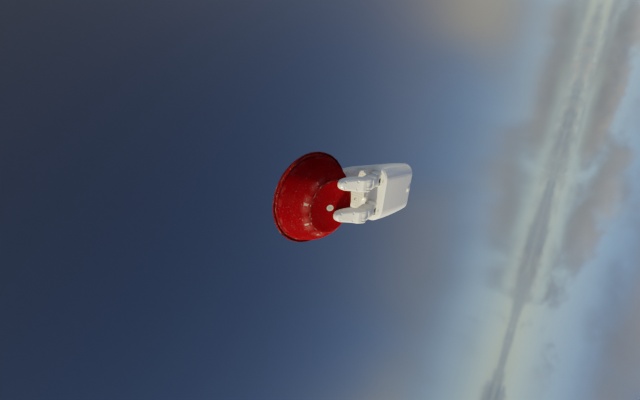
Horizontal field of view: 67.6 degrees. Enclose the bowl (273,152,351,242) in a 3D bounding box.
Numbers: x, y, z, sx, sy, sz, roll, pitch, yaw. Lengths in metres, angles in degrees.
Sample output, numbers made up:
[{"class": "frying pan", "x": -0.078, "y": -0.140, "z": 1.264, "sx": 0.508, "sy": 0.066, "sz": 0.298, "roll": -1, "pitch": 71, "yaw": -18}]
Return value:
[{"class": "bowl", "x": -0.001, "y": 0.003, "z": 0.799, "sx": 0.162, "sy": 0.162, "sz": 0.055, "roll": 0, "pitch": 17, "yaw": -43}]
